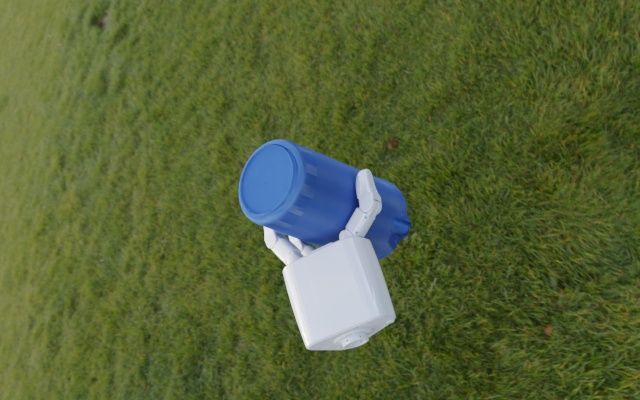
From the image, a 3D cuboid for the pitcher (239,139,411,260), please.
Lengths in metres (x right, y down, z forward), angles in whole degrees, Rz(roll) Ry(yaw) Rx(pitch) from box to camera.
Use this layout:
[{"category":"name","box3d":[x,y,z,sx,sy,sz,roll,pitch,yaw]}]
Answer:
[{"category":"pitcher","box3d":[0.000,0.002,0.667,0.149,0.145,0.243,-35,-33,25]}]
